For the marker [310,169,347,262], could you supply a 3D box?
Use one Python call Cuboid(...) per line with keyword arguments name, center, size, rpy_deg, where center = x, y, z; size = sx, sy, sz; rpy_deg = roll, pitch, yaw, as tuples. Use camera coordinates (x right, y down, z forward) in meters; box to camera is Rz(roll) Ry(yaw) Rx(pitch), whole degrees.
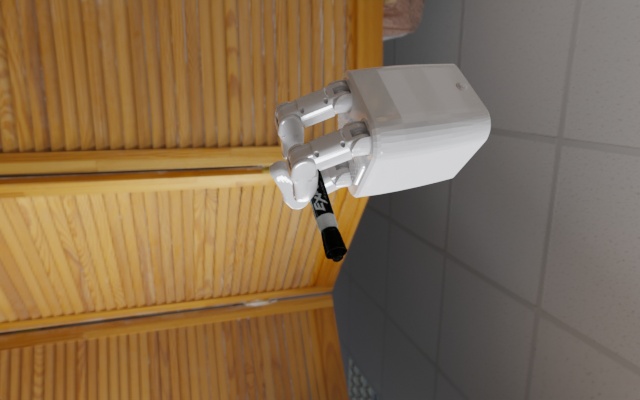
Cuboid(name="marker", center=(0.000, 0.001, 0.427), size=(0.020, 0.121, 0.020), rpy_deg=(-11, -36, -8))
